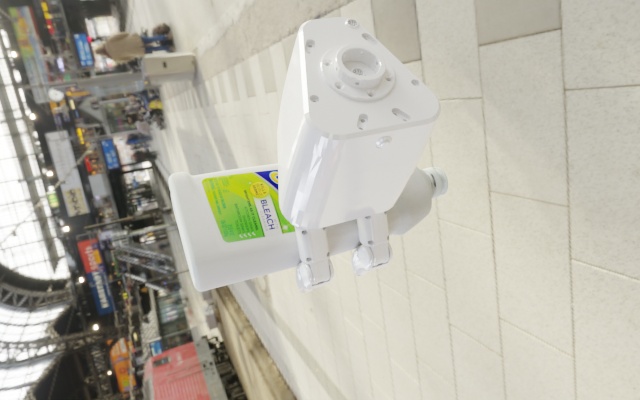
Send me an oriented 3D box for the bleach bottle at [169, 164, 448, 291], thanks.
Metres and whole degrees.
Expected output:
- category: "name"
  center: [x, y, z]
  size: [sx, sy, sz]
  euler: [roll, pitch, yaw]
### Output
- category: "bleach bottle"
  center: [0.000, 0.002, 0.437]
  size: [0.251, 0.102, 0.068]
  euler: [-14, -29, -19]
